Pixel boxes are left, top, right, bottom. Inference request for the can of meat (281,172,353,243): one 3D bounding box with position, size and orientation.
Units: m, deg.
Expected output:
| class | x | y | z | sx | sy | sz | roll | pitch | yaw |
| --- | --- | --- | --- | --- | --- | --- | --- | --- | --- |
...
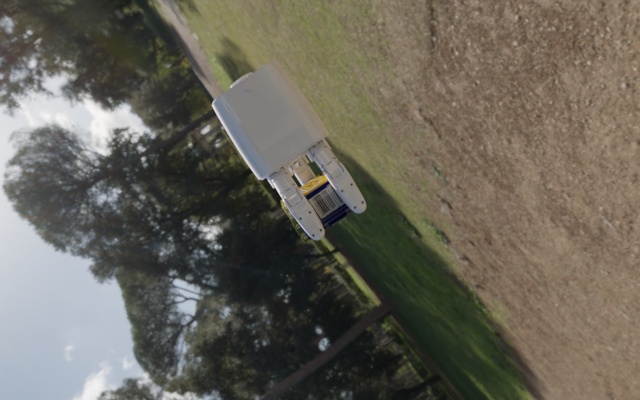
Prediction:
| class | x | y | z | sx | sy | sz | roll | pitch | yaw |
| --- | --- | --- | --- | --- | --- | --- | --- | --- | --- |
| can of meat | 0.000 | 0.002 | 0.588 | 0.084 | 0.057 | 0.102 | -34 | 10 | -1 |
